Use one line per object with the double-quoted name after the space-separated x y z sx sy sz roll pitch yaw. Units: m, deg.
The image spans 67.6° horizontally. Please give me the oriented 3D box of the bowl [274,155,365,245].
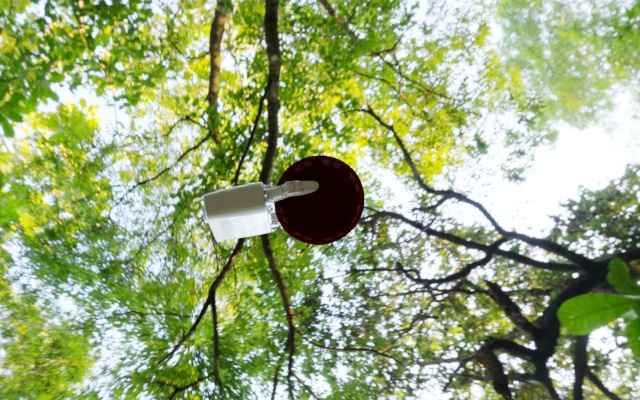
0.002 0.003 0.859 0.162 0.162 0.055 0 -11 8 "bowl"
